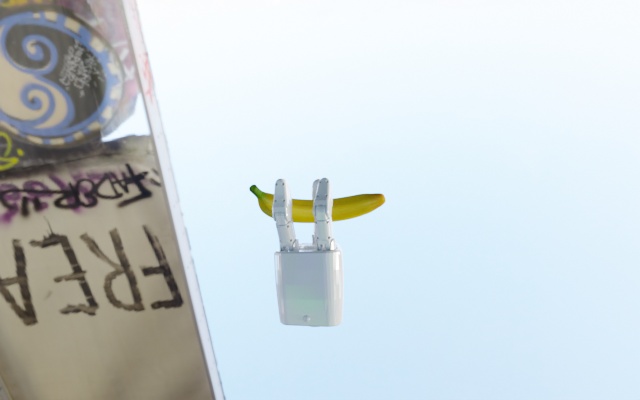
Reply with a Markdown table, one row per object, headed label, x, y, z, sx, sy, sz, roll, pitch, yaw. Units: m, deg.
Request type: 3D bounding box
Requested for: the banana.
| label | x | y | z | sx | sy | sz | roll | pitch | yaw |
| --- | --- | --- | --- | --- | --- | --- | --- | --- | --- |
| banana | -0.005 | 0.010 | 0.707 | 0.198 | 0.037 | 0.070 | 2 | -24 | -6 |
